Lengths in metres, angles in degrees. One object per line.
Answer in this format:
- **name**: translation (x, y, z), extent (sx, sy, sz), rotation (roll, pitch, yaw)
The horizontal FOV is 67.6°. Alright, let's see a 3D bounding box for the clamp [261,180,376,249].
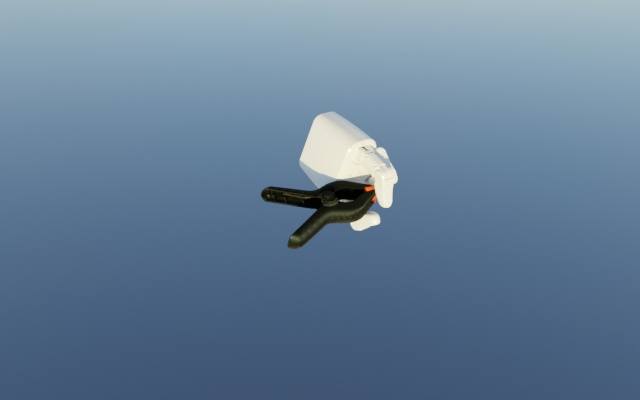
- **clamp**: translation (0.000, 0.002, 0.701), extent (0.171, 0.039, 0.120), rotation (-19, 53, -29)
